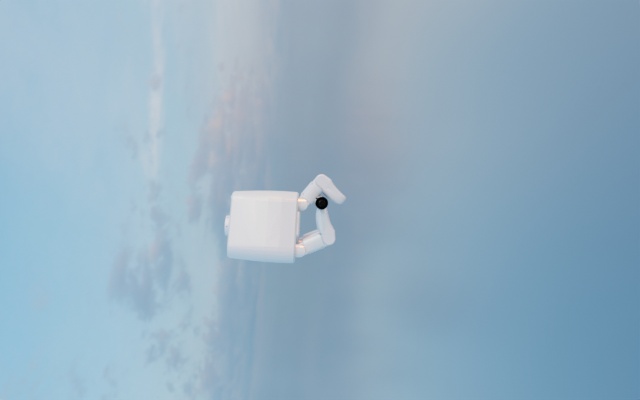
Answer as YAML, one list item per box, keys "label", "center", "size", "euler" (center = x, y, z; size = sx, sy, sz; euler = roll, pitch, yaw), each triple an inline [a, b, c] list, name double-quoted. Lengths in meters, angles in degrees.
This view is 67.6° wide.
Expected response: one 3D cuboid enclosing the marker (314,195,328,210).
- label: "marker"
  center: [0.000, 0.002, 0.737]
  size: [0.020, 0.020, 0.121]
  euler: [0, 2, -2]
